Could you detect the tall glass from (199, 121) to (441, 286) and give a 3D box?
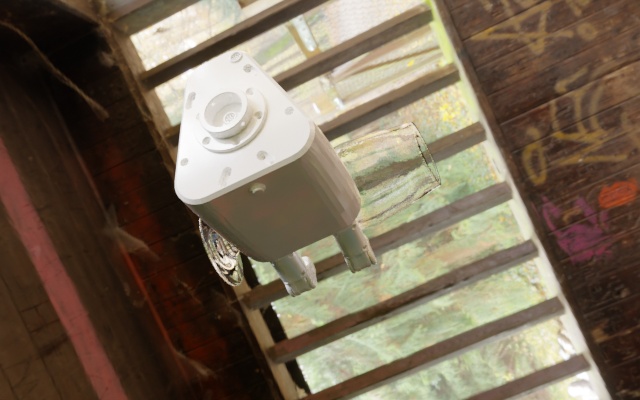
[{"bbox_3d":[-0.001,0.002,0.419,0.201,0.079,0.079,-25,-3,6],"label":"tall glass"}]
